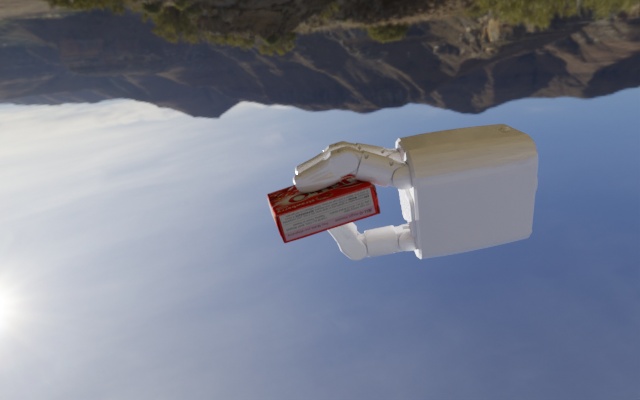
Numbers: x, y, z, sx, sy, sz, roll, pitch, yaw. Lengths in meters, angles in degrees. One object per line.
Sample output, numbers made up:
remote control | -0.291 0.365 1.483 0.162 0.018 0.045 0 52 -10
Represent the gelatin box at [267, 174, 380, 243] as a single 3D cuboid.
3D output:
gelatin box | 0.000 0.002 0.431 0.089 0.030 0.073 -18 18 -7
